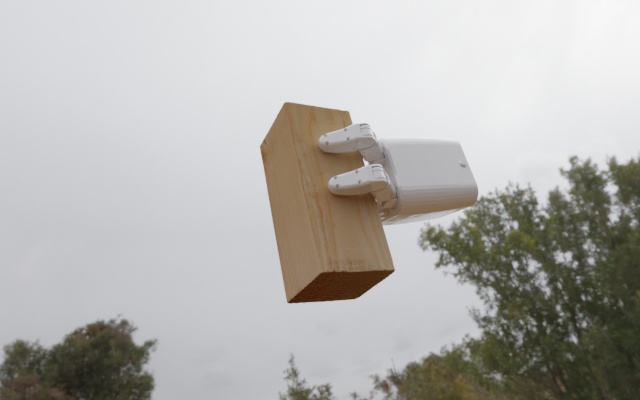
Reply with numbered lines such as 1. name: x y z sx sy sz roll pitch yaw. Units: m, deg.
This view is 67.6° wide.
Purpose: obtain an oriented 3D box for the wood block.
1. wood block: 0.000 0.002 0.543 0.090 0.206 0.091 2 -31 -27
